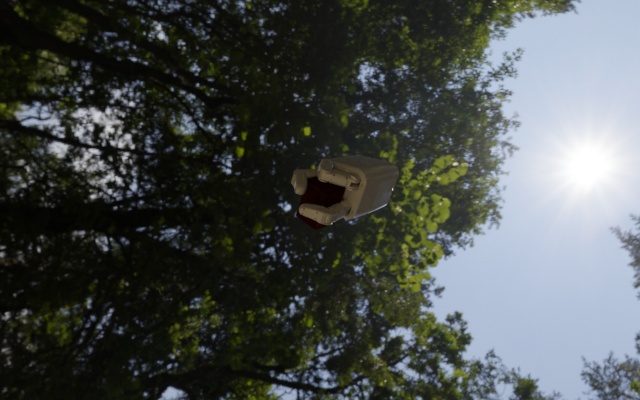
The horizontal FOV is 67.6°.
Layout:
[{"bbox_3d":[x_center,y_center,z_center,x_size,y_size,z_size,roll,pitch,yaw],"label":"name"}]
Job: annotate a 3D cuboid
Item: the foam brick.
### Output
[{"bbox_3d":[0.000,0.003,0.834,0.051,0.078,0.053,-15,43,-44],"label":"foam brick"}]
